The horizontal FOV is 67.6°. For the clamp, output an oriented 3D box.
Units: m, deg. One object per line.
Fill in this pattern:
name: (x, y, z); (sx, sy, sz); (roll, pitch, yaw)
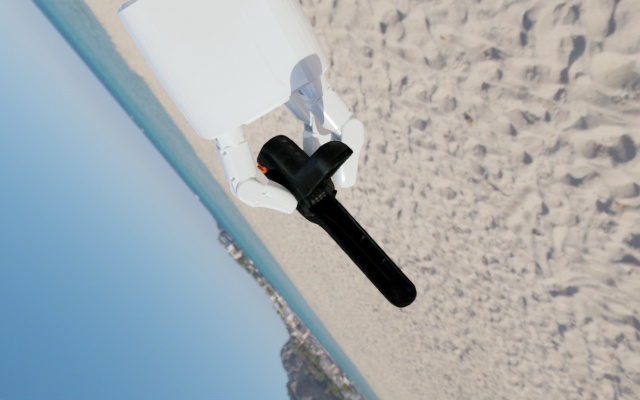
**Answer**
clamp: (-0.001, 0.002, 0.423); (0.036, 0.165, 0.210); (-37, 29, -13)
